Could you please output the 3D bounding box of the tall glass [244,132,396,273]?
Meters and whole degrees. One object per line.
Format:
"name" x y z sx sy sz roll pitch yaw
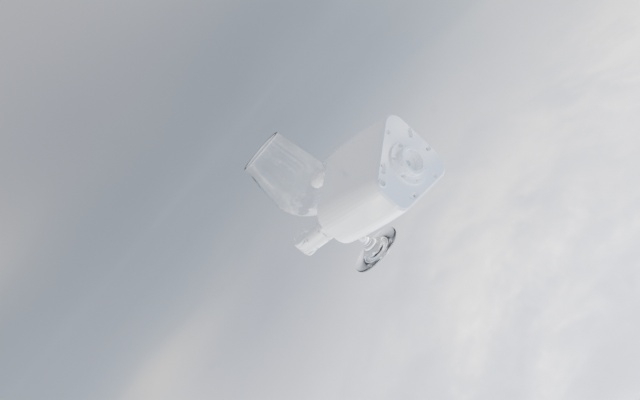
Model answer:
"tall glass" 0.000 0.003 0.607 0.201 0.079 0.079 40 -11 -13
